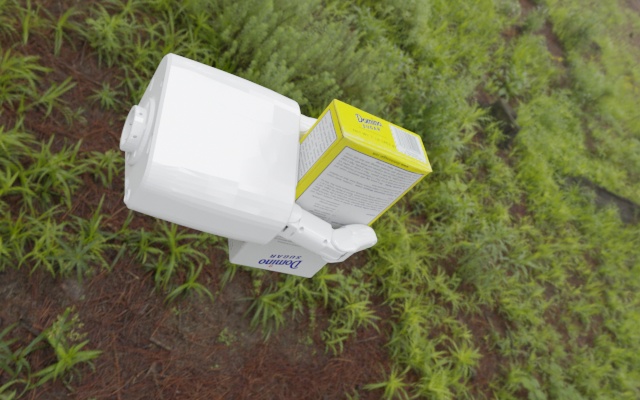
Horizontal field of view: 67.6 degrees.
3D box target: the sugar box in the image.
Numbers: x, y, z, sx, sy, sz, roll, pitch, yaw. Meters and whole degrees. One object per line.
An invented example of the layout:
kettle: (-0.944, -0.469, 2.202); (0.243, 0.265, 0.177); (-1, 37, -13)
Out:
sugar box: (0.000, 0.001, 0.410); (0.093, 0.048, 0.176); (17, -43, -33)
